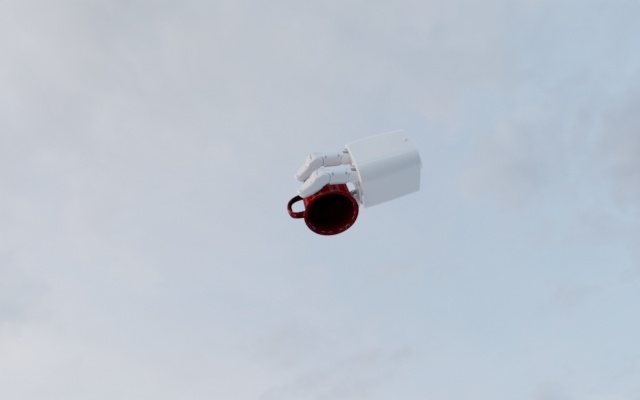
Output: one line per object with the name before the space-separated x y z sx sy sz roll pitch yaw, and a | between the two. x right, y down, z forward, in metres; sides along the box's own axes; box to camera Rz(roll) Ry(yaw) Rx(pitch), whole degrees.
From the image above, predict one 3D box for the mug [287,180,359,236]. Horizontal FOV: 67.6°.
mug | -0.001 0.003 0.819 0.117 0.093 0.081 -14 37 -1
